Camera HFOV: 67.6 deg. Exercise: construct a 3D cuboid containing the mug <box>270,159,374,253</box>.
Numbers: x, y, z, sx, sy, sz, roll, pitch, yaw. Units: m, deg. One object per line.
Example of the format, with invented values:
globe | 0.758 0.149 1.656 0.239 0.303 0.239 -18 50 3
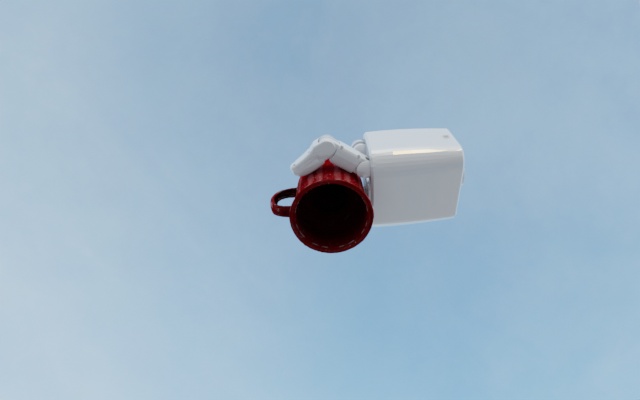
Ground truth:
mug | -0.001 0.002 0.560 0.117 0.093 0.081 -3 27 1
